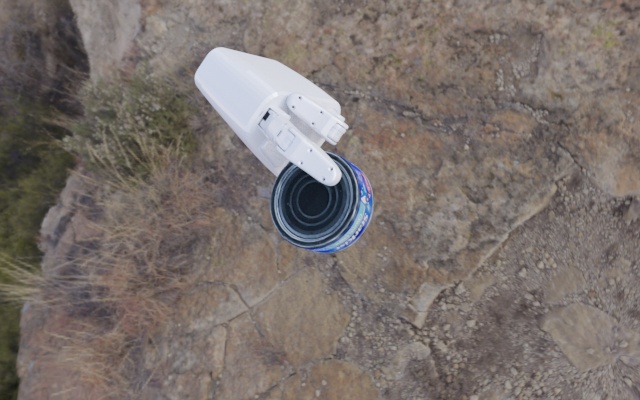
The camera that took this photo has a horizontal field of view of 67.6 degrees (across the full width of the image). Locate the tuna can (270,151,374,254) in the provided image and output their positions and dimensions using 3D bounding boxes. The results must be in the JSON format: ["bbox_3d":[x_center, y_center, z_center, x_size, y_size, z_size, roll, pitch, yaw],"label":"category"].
[{"bbox_3d":[0.000,0.001,0.409,0.086,0.086,0.034,0,-12,27],"label":"tuna can"}]
